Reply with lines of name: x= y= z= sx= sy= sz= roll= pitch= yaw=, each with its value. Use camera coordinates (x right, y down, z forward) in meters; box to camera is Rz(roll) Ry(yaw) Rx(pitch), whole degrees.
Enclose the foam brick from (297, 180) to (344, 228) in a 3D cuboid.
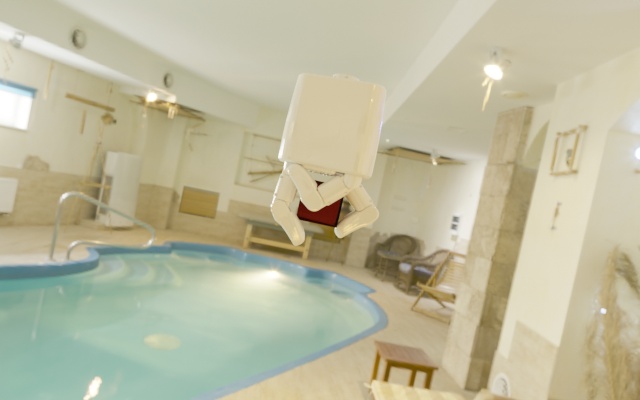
foam brick: x=0.000 y=0.002 z=0.608 sx=0.053 sy=0.051 sz=0.078 roll=12 pitch=1 yaw=-2
